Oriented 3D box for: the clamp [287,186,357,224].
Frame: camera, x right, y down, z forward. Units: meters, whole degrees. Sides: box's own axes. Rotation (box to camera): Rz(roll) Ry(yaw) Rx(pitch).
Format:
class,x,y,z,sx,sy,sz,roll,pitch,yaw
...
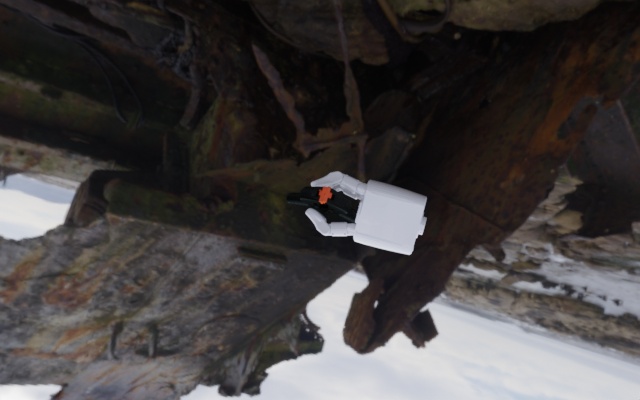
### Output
class,x,y,z,sx,sy,sz,roll,pitch,yaw
clamp,0.000,0.004,0.878,0.164,0.036,0.210,15,-8,10
